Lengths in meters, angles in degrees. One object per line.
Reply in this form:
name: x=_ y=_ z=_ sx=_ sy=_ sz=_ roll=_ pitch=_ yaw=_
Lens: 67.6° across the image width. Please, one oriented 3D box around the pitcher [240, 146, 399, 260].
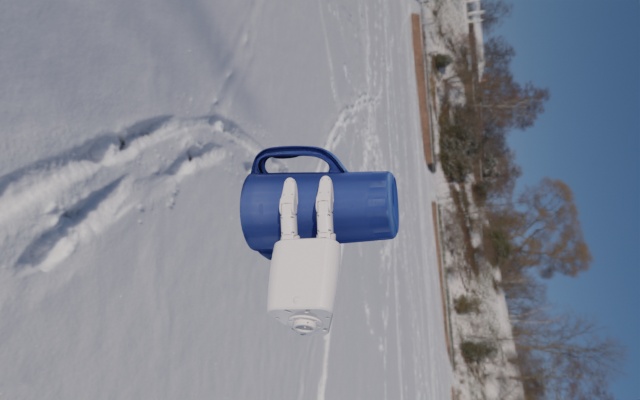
pitcher: x=0.000 y=0.003 z=0.774 sx=0.243 sy=0.145 sz=0.149 roll=-3 pitch=-38 yaw=13
